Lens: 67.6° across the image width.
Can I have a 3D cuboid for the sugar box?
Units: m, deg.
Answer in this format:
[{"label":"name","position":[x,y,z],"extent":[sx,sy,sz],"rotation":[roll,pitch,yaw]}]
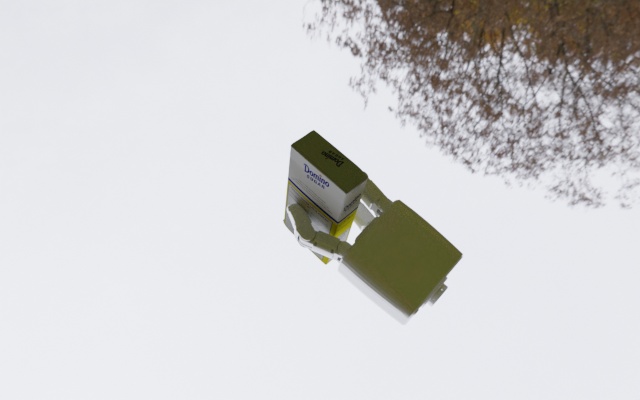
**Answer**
[{"label":"sugar box","position":[0.001,0.002,0.612],"extent":[0.048,0.093,0.176],"rotation":[-37,-21,-30]}]
